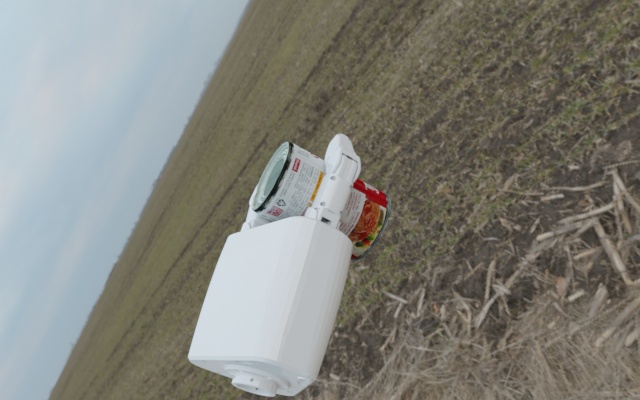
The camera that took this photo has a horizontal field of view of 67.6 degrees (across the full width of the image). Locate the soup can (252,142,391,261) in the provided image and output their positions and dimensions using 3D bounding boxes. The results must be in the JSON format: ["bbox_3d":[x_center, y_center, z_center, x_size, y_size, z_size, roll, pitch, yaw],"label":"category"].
[{"bbox_3d":[0.000,0.001,0.416,0.102,0.068,0.068,27,-9,-18],"label":"soup can"}]
